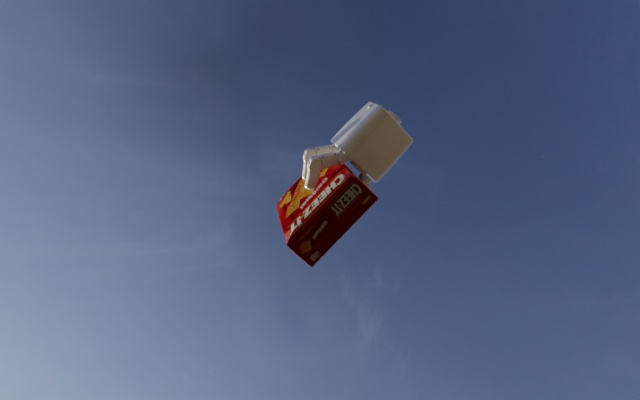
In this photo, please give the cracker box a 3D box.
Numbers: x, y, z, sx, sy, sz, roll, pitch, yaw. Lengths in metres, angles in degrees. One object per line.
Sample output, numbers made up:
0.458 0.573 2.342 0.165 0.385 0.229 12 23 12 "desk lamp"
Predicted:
0.000 0.003 0.884 0.072 0.164 0.213 41 7 -19 "cracker box"
